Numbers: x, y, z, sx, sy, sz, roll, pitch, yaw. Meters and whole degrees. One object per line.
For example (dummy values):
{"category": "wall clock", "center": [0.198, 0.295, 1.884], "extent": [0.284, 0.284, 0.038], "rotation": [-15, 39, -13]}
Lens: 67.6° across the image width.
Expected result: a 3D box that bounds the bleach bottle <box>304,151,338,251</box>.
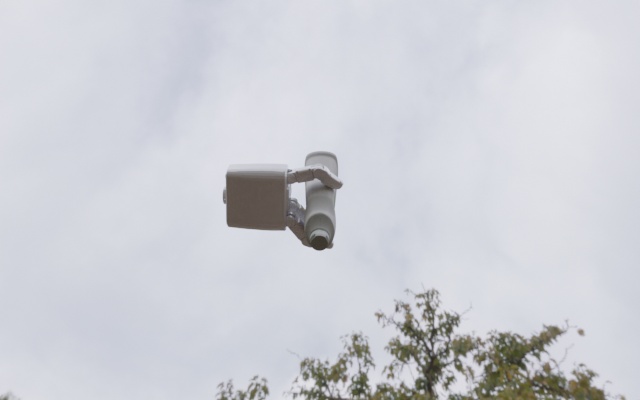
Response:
{"category": "bleach bottle", "center": [0.000, 0.003, 0.862], "extent": [0.068, 0.103, 0.250], "rotation": [0, 27, 1]}
